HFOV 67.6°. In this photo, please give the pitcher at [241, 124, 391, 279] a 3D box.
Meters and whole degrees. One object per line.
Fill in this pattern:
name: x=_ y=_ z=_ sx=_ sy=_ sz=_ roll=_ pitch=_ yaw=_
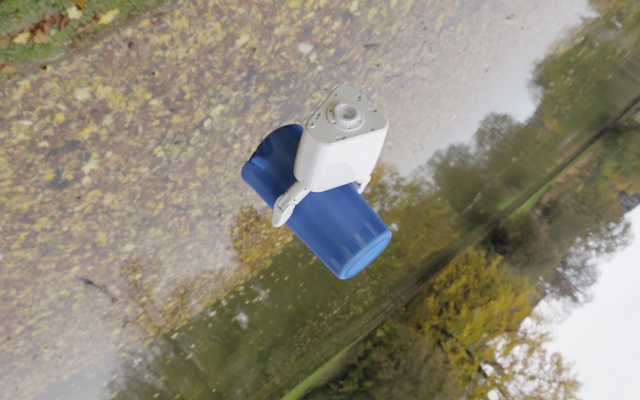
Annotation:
pitcher: x=0.000 y=0.002 z=0.769 sx=0.149 sy=0.242 sz=0.145 roll=-33 pitch=-20 yaw=-26
